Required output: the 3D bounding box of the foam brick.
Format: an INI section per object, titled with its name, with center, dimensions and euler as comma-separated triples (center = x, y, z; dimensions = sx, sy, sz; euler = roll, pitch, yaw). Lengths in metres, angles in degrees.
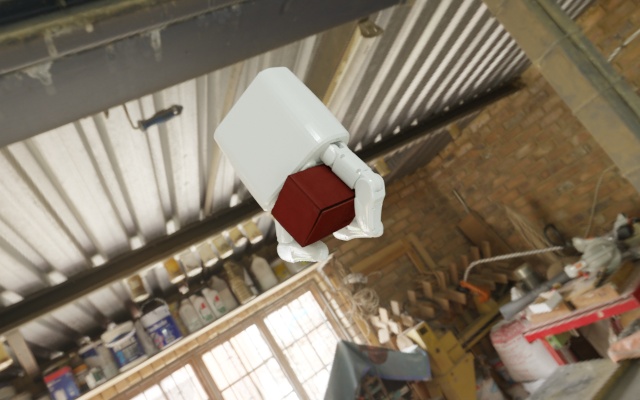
[foam brick]
center = 0.000, 0.002, 0.471
dimensions = 0.051, 0.053, 0.078
euler = 45, 40, 20
